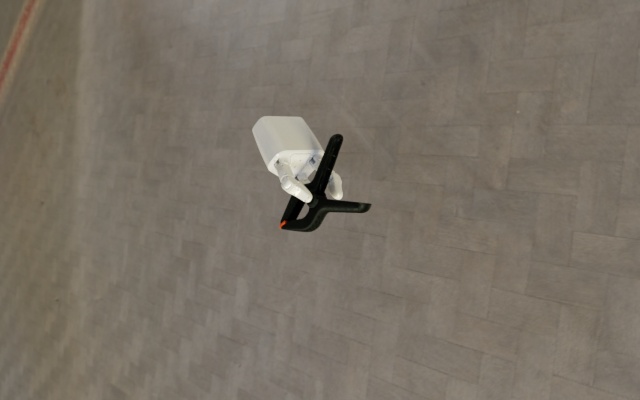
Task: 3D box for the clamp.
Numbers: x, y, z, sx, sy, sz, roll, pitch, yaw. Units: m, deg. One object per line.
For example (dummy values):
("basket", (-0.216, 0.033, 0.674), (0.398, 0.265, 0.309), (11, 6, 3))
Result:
("clamp", (-0.001, 0.003, 0.877), (0.036, 0.164, 0.210), (13, -49, -44))
